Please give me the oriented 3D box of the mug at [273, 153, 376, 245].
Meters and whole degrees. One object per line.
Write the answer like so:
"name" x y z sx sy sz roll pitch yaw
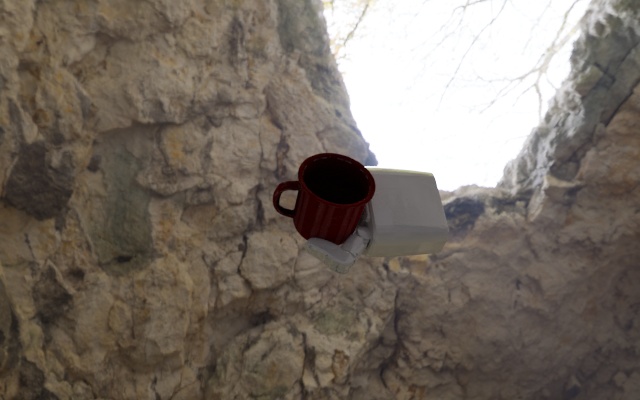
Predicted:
"mug" -0.001 0.002 0.580 0.117 0.093 0.082 1 -44 -15
